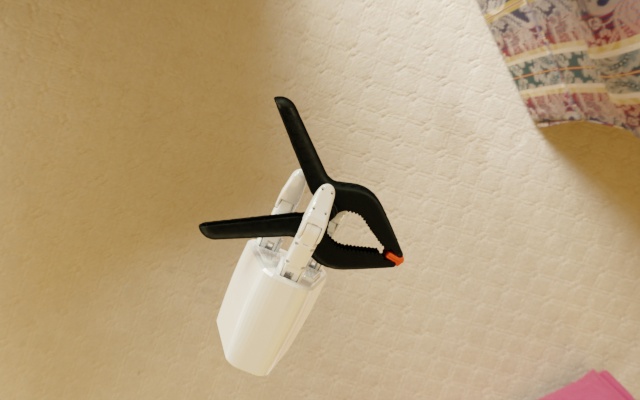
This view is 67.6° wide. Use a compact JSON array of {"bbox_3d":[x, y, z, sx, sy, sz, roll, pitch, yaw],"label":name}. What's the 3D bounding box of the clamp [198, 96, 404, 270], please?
[{"bbox_3d":[0.001,0.002,0.497,0.210,0.164,0.036,24,9,-7],"label":"clamp"}]
